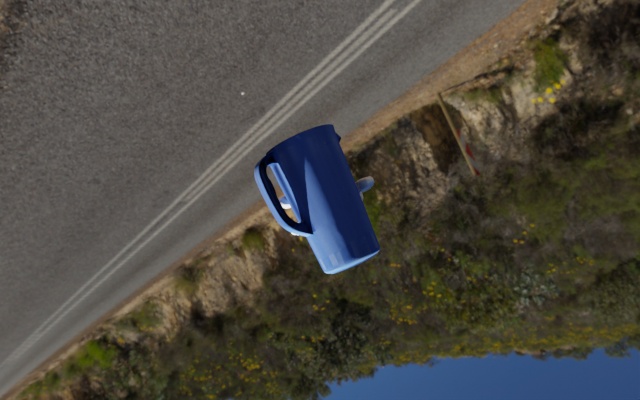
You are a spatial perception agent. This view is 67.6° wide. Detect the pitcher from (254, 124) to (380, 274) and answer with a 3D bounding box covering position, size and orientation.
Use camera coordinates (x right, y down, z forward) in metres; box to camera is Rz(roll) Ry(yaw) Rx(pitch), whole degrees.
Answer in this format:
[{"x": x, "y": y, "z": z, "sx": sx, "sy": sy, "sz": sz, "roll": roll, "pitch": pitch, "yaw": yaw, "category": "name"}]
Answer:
[{"x": 0.000, "y": 0.003, "z": 0.833, "sx": 0.149, "sy": 0.243, "sz": 0.145, "roll": -25, "pitch": -4, "yaw": 11, "category": "pitcher"}]
